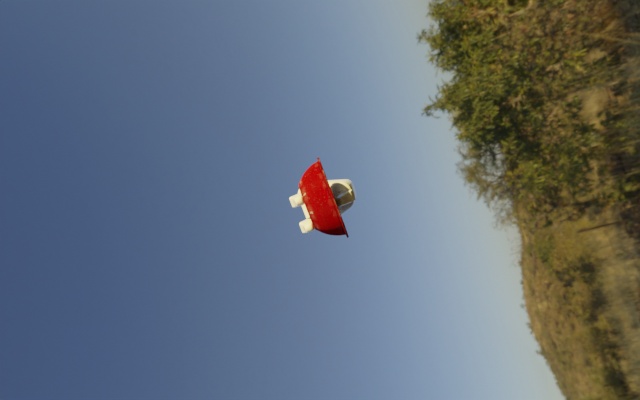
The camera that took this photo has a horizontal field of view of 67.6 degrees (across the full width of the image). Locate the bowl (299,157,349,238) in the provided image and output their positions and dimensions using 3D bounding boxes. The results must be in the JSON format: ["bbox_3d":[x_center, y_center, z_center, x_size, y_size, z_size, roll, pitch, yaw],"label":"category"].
[{"bbox_3d":[0.000,0.003,0.897,0.055,0.162,0.162,-21,0,1],"label":"bowl"}]
